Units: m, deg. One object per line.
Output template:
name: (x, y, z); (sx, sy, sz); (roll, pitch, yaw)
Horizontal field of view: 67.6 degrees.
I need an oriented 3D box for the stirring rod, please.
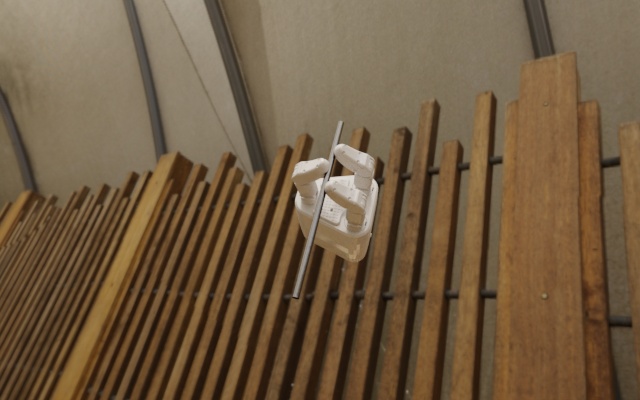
stirring rod: (0.000, 0.002, 0.571); (0.011, 0.239, 0.011); (12, -27, 6)
